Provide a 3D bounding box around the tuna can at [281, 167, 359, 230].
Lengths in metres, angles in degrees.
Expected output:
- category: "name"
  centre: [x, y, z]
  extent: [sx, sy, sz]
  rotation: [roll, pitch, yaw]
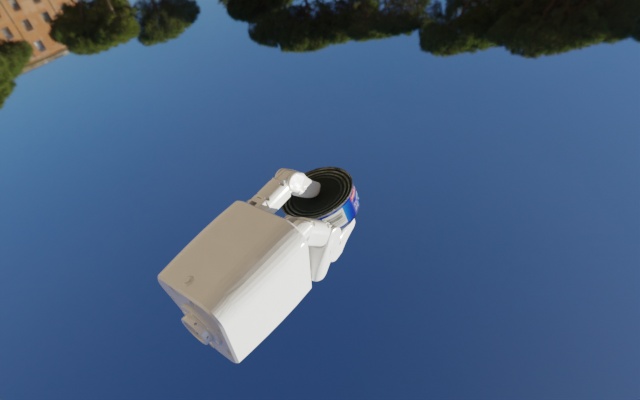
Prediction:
- category: "tuna can"
  centre: [0.000, 0.002, 0.542]
  extent: [0.086, 0.034, 0.086]
  rotation: [-14, 39, 12]
